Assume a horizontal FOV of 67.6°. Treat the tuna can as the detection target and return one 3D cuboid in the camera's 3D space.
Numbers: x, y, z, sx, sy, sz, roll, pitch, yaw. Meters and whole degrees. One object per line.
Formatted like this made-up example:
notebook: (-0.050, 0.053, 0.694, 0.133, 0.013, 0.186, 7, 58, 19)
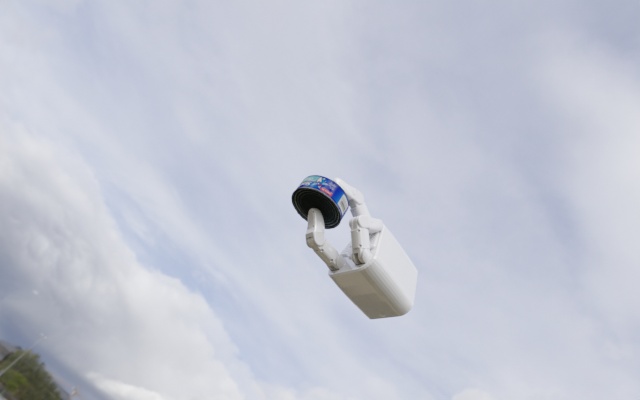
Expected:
tuna can: (0.000, 0.002, 0.736, 0.086, 0.086, 0.033, 0, 42, 38)
